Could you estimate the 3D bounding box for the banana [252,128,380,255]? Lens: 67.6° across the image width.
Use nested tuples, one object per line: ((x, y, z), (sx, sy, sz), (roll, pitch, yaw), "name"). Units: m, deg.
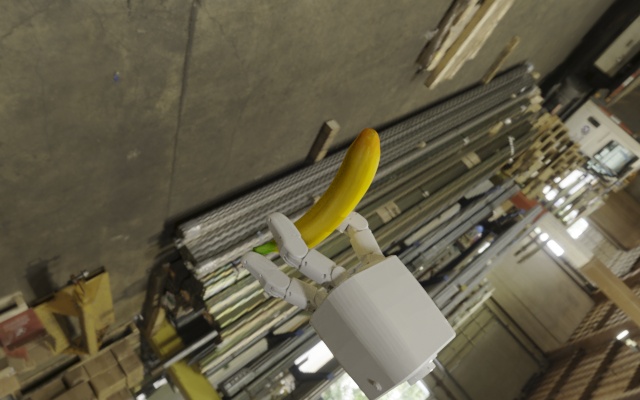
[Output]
((0.009, 0.003, 0.508), (0.198, 0.037, 0.069), (-48, -24, 27), "banana")
